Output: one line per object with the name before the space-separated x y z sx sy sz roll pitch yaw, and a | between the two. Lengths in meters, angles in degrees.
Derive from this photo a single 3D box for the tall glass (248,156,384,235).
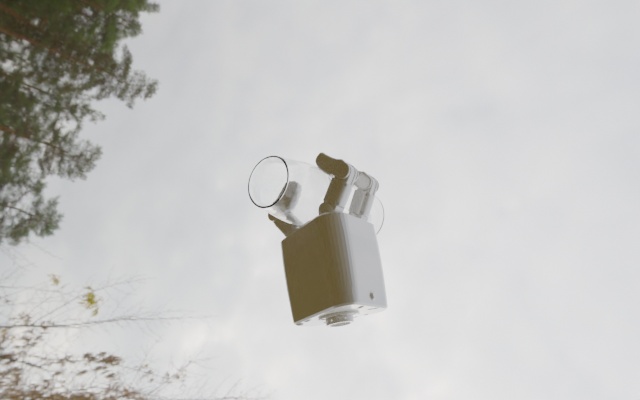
tall glass | 0.000 0.002 0.611 0.079 0.079 0.201 0 -14 38
